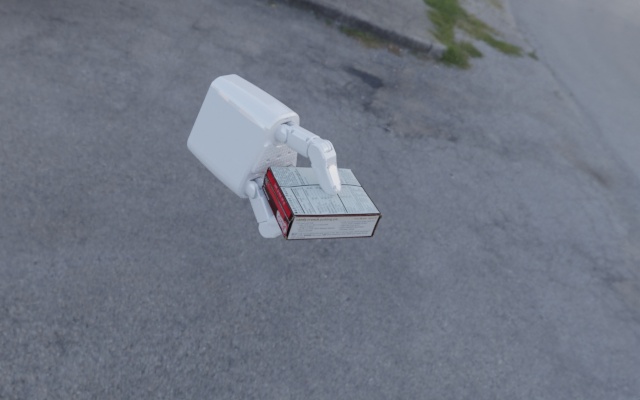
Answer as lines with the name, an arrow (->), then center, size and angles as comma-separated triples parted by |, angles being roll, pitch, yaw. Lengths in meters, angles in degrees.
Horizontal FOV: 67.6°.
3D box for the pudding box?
pudding box -> 0.000, 0.002, 0.540 | 0.113, 0.039, 0.090 | -1, 40, -26
